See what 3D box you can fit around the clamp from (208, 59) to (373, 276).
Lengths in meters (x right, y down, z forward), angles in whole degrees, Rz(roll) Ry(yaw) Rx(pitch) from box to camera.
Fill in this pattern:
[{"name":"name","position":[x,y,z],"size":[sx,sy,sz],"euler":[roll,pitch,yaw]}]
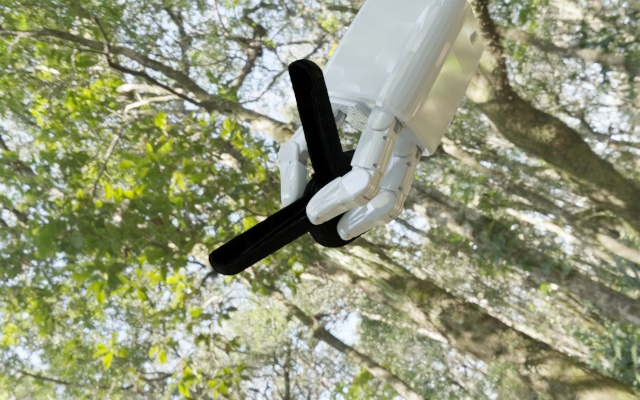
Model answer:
[{"name":"clamp","position":[0.000,0.001,0.412],"size":[0.036,0.164,0.210],"euler":[27,-3,33]}]
